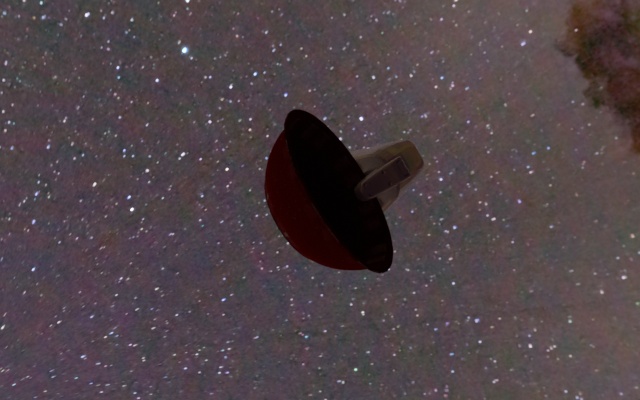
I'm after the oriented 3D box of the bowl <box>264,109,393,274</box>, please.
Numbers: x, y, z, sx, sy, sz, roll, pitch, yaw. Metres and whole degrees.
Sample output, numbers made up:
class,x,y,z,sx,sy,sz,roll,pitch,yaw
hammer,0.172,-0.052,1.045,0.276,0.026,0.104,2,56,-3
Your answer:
class,x,y,z,sx,sy,sz,roll,pitch,yaw
bowl,-0.001,0.002,0.427,0.055,0.162,0.162,-30,-12,21
